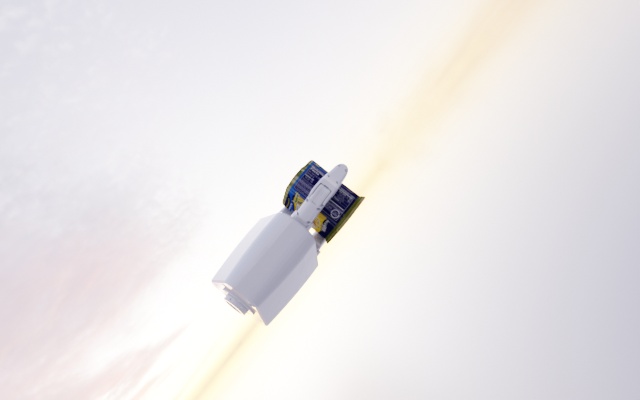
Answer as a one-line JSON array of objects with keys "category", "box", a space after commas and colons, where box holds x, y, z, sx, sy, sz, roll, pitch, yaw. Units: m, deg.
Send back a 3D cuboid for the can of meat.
[{"category": "can of meat", "box": [0.000, 0.002, 0.613, 0.084, 0.057, 0.102, 38, -19, 3]}]
